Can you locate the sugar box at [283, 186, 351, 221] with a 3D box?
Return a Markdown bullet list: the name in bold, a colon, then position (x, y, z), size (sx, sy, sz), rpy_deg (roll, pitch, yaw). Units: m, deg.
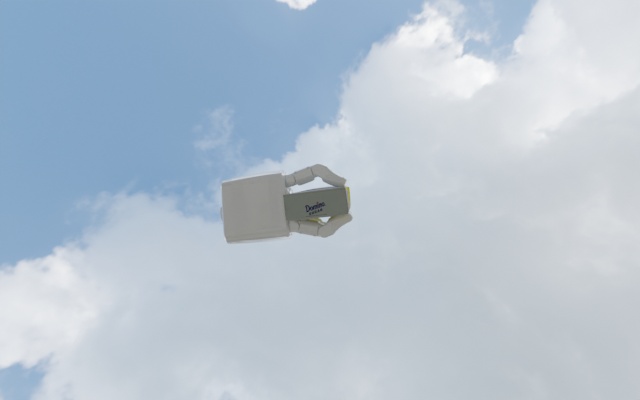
- **sugar box**: position (0.000, 0.003, 0.760), size (0.093, 0.048, 0.176), rpy_deg (-7, 4, 6)
